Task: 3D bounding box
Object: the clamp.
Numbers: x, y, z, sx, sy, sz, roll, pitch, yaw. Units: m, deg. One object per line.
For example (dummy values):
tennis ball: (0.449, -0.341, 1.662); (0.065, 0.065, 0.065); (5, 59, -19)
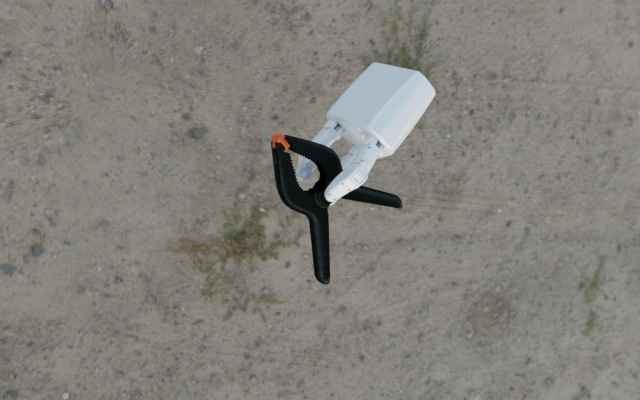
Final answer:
clamp: (0.000, 0.002, 0.631); (0.210, 0.164, 0.036); (43, -10, -26)
